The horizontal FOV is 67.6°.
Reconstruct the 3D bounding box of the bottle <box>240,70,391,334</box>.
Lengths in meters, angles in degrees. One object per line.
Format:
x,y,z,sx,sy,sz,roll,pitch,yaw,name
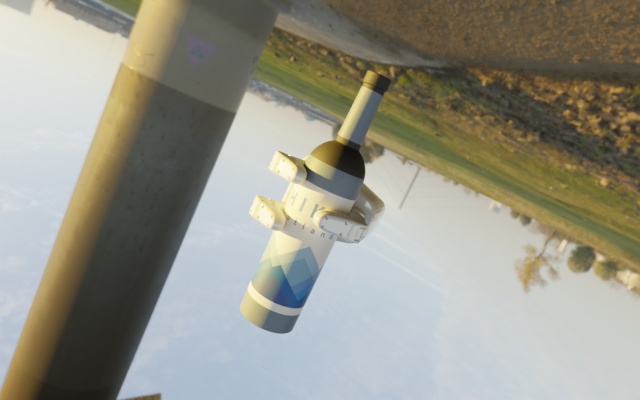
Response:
0.000,0.002,0.521,0.069,0.296,0.069,24,10,-4,bottle
